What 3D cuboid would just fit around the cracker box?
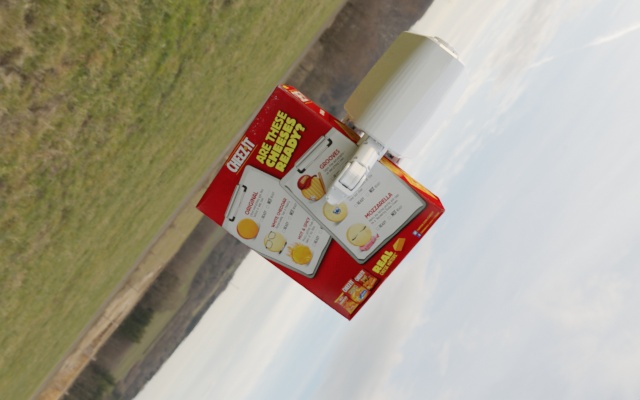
[{"bbox_3d":[0.000,0.002,0.529,0.214,0.164,0.072,37,15,-2],"label":"cracker box"}]
